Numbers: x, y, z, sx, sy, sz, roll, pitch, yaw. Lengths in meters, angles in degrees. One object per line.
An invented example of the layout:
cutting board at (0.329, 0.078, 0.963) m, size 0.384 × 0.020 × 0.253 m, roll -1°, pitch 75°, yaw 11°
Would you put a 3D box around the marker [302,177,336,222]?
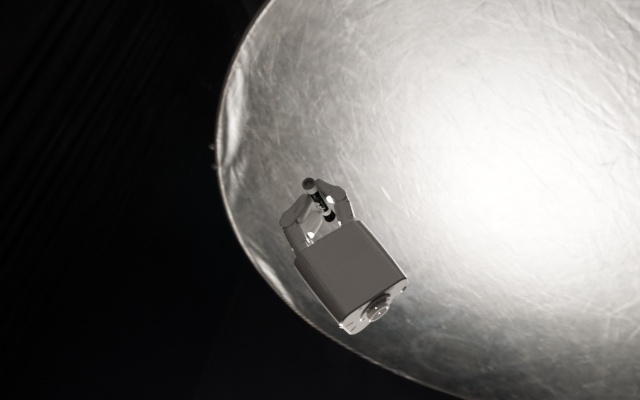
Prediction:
marker at (0.000, 0.002, 0.690) m, size 0.020 × 0.020 × 0.121 m, roll 0°, pitch -25°, yaw 17°
